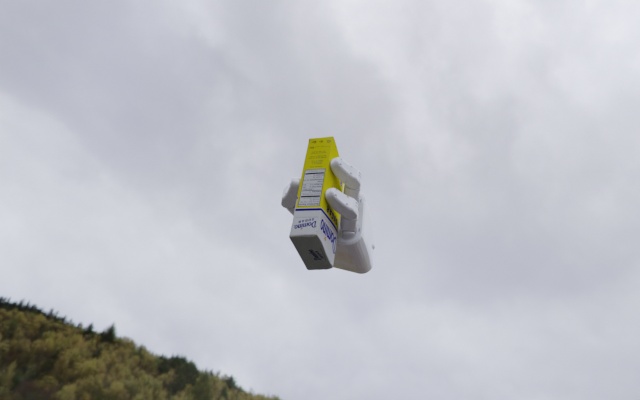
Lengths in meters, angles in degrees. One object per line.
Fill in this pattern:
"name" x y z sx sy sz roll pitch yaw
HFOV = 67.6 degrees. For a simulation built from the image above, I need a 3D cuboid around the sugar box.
"sugar box" 0.001 0.002 0.691 0.048 0.176 0.093 -5 -37 15
